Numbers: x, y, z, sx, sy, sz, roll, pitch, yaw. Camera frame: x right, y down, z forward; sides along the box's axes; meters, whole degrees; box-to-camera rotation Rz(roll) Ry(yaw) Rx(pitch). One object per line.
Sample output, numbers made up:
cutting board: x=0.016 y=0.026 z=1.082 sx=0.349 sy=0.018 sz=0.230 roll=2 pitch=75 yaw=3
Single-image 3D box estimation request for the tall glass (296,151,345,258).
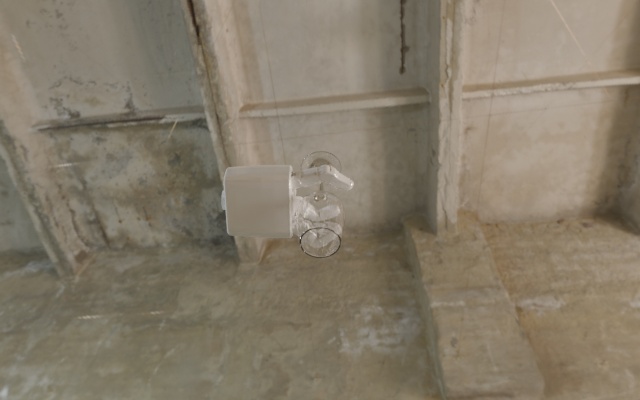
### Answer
tall glass: x=0.000 y=0.002 z=0.784 sx=0.079 sy=0.079 sz=0.200 roll=0 pitch=37 yaw=0
